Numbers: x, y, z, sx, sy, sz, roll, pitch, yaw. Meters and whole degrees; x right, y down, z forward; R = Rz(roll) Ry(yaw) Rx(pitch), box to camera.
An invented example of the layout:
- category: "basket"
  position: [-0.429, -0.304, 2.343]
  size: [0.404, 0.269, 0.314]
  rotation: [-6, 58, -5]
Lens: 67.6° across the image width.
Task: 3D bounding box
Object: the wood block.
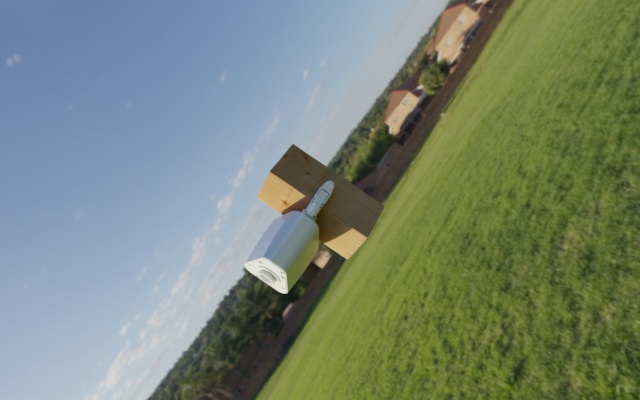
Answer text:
- category: "wood block"
  position: [0.000, 0.003, 0.884]
  size: [0.206, 0.090, 0.091]
  rotation: [34, -41, 0]
